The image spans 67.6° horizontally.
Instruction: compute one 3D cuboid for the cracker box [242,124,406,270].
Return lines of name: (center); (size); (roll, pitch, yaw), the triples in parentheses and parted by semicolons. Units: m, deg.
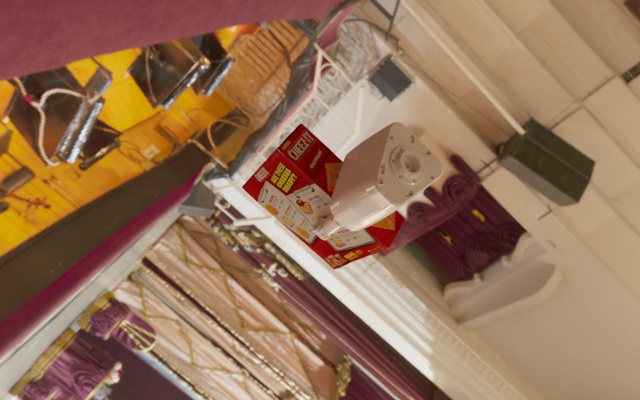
cracker box: (0.000, 0.003, 0.748); (0.214, 0.072, 0.164); (42, -32, -9)
